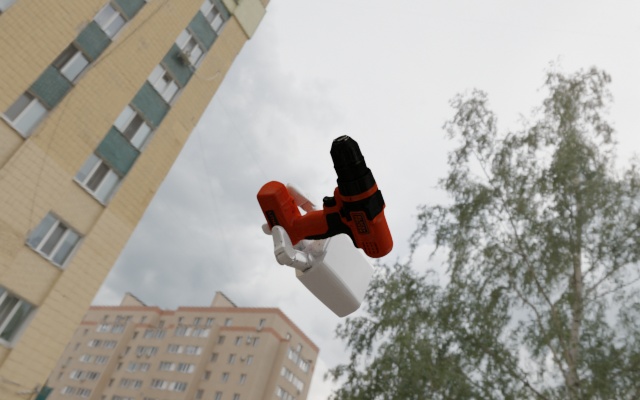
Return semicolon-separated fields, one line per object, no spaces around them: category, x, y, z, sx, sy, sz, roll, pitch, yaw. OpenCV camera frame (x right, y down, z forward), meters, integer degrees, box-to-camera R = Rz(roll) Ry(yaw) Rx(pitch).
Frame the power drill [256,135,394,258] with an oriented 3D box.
power drill;0.000;0.002;0.686;0.187;0.184;0.057;-4;27;36
